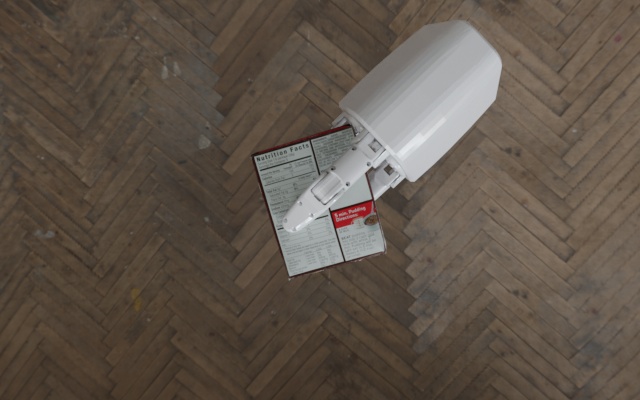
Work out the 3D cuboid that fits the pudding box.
[{"bbox_3d":[0.000,0.001,0.407,0.090,0.113,0.039,-16,3,5],"label":"pudding box"}]
